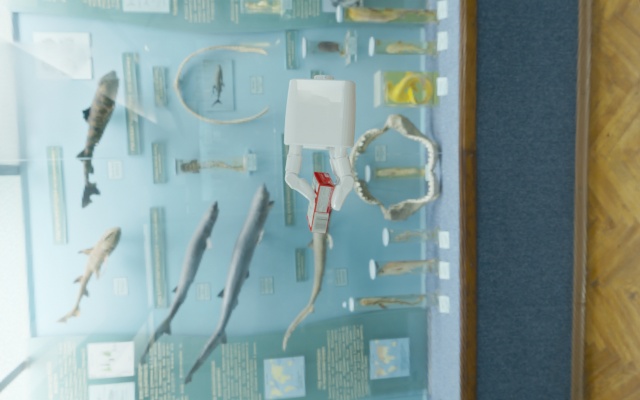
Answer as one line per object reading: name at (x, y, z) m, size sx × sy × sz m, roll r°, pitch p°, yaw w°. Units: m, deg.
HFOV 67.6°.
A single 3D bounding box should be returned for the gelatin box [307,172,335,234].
gelatin box at (0.000, 0.003, 0.819) m, size 0.030 × 0.089 × 0.073 m, roll 7°, pitch 18°, yaw -10°
